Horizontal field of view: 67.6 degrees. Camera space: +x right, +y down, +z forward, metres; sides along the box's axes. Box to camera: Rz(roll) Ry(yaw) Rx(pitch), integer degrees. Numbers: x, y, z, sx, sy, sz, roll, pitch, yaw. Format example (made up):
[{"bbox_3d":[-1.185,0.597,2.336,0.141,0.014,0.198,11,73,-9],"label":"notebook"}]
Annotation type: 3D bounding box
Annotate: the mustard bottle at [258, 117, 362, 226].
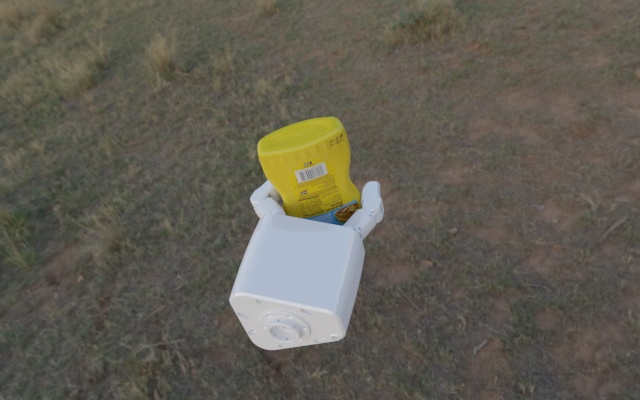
[{"bbox_3d":[0.000,0.001,0.560,0.096,0.192,0.058,-19,37,-1],"label":"mustard bottle"}]
